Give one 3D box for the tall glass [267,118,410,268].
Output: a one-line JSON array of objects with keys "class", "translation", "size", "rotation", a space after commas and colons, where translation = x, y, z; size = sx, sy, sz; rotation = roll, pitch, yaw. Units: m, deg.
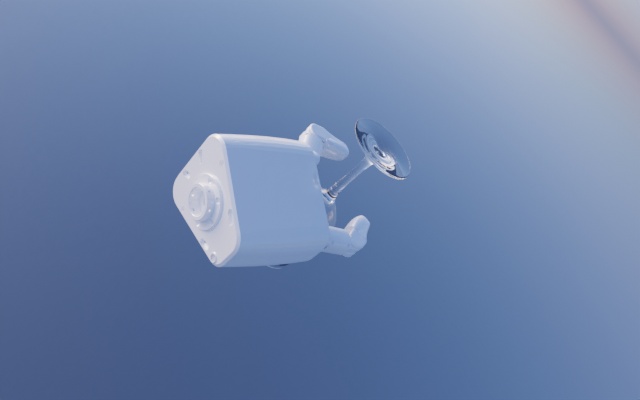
[{"class": "tall glass", "translation": [0.001, 0.001, 0.526], "size": [0.079, 0.079, 0.201], "rotation": [0, -33, -47]}]
